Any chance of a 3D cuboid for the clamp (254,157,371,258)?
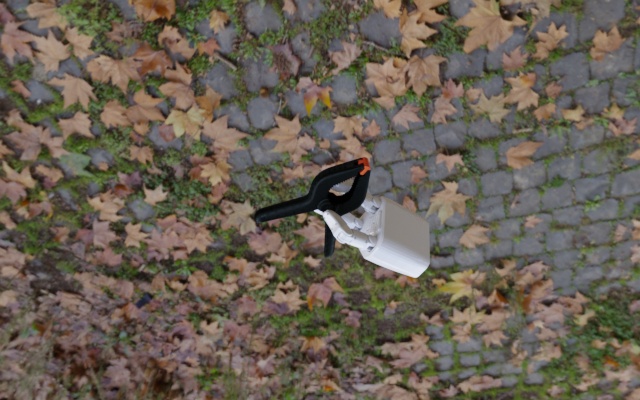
[{"bbox_3d":[0.001,0.003,0.791,0.164,0.210,0.036,23,34,-23],"label":"clamp"}]
